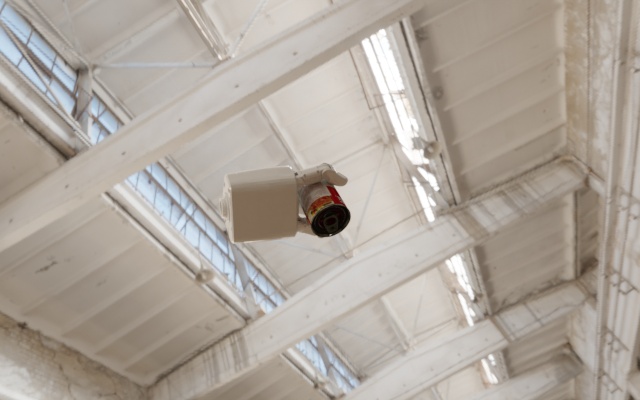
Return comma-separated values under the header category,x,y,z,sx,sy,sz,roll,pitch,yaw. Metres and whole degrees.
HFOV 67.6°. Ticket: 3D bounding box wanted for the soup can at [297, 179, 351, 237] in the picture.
category,x,y,z,sx,sy,sz,roll,pitch,yaw
soup can,0.001,0.002,0.791,0.068,0.068,0.102,0,38,-25
